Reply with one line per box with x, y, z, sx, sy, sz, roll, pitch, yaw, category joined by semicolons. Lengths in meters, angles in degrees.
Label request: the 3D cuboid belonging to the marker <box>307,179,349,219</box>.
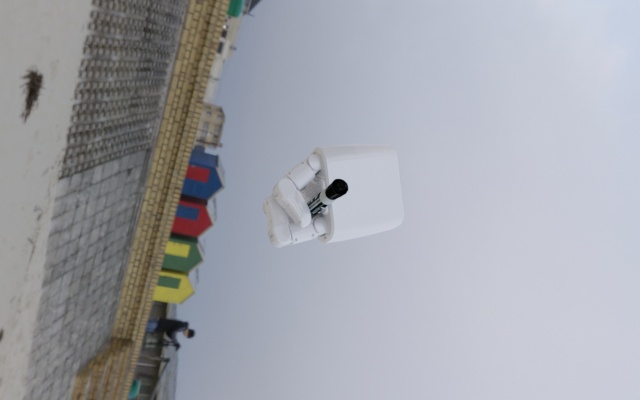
0.000;0.002;0.538;0.020;0.020;0.121;0;-17;-23;marker
